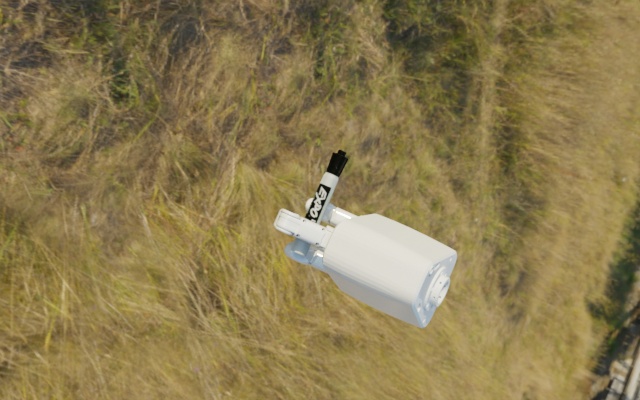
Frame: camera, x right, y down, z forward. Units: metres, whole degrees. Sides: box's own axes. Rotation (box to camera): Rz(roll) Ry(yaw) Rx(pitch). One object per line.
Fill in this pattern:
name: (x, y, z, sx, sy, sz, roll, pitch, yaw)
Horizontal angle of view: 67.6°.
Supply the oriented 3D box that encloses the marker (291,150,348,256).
marker: (0.000, 0.002, 0.518, 0.020, 0.121, 0.020, 24, -1, 0)
